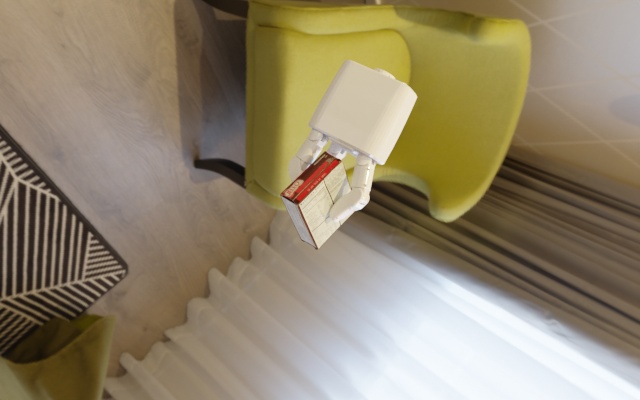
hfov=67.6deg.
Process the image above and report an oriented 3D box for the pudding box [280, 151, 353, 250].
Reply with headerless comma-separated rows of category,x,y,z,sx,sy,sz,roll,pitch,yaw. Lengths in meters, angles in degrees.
pudding box,0.000,0.002,0.658,0.039,0.090,0.114,31,-24,36
